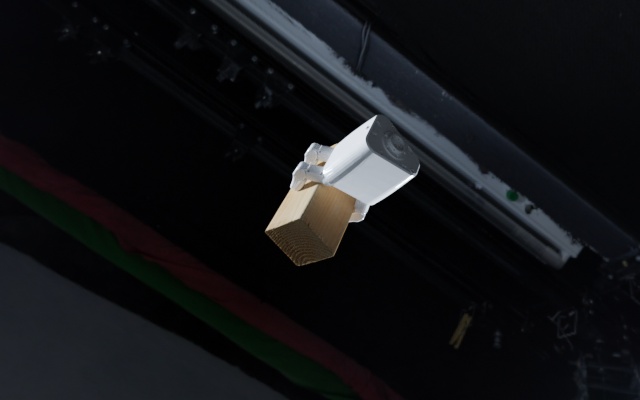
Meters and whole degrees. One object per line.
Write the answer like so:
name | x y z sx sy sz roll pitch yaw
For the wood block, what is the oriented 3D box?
wood block | 0.001 0.003 0.840 0.090 0.091 0.206 -22 29 40
